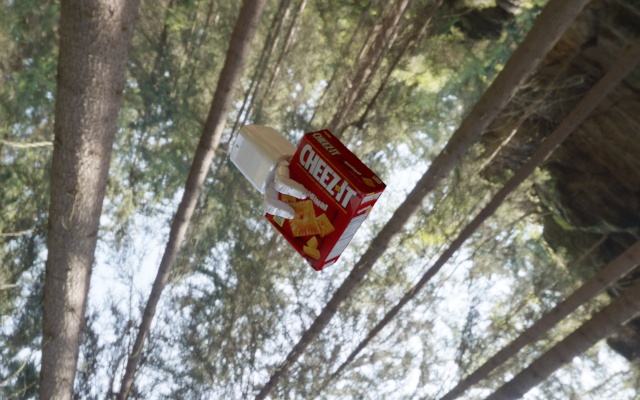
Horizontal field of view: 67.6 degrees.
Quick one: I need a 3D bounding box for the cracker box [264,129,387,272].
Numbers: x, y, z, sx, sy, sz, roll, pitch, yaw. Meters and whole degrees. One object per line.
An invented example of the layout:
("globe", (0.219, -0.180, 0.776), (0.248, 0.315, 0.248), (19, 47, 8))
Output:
("cracker box", (0.000, 0.003, 0.888), (0.164, 0.214, 0.072), (46, 39, 21))
